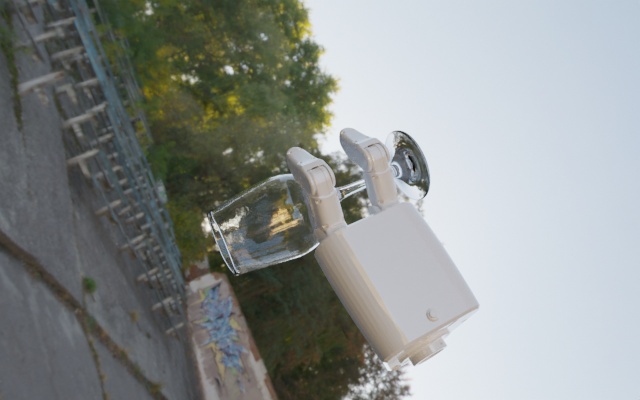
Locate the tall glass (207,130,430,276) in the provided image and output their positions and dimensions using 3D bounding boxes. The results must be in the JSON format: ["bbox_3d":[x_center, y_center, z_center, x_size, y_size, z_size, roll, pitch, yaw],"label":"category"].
[{"bbox_3d":[0.001,0.001,0.447,0.201,0.079,0.079,-23,7,-18],"label":"tall glass"}]
